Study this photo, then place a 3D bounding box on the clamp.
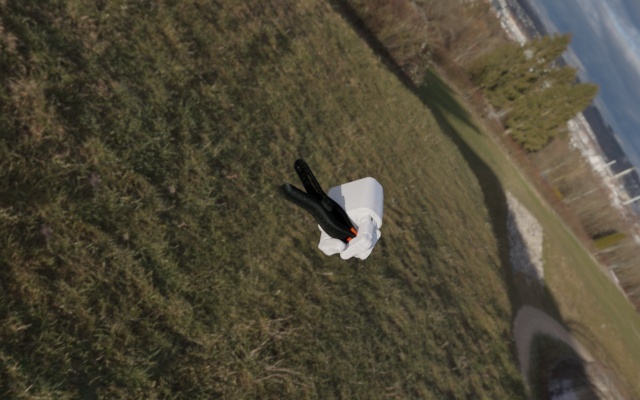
[{"bbox_3d":[0.001,0.003,0.828,0.039,0.171,0.120,-32,26,31],"label":"clamp"}]
